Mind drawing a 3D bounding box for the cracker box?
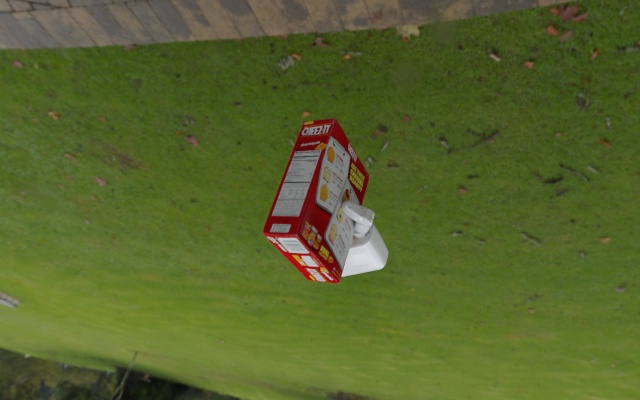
[{"bbox_3d":[0.000,0.003,0.772,0.072,0.213,0.164,1,-32,29],"label":"cracker box"}]
